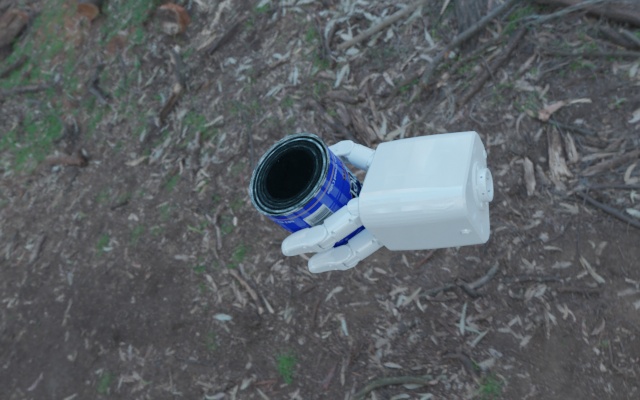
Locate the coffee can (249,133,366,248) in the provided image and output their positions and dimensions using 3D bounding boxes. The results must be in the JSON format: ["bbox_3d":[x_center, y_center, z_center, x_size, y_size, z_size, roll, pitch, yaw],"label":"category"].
[{"bbox_3d":[0.000,0.002,0.560,0.103,0.102,0.140,0,-27,35],"label":"coffee can"}]
